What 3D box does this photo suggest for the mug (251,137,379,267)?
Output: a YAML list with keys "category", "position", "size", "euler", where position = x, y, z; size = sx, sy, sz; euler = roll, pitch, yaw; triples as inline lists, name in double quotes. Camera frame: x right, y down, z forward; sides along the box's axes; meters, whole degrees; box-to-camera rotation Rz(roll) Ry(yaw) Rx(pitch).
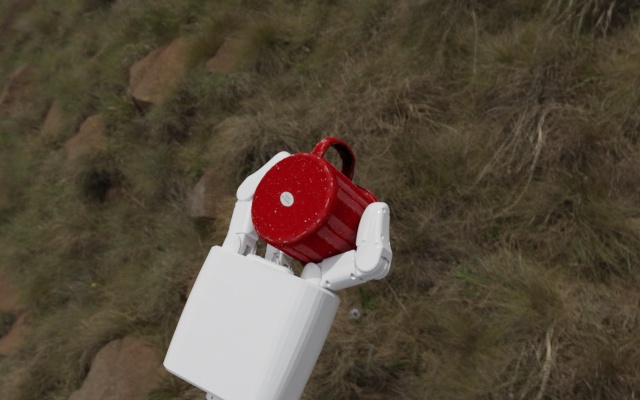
- category: "mug"
  position: [0.001, 0.000, 0.407]
  size: [0.093, 0.117, 0.081]
  euler: [12, -16, 37]
